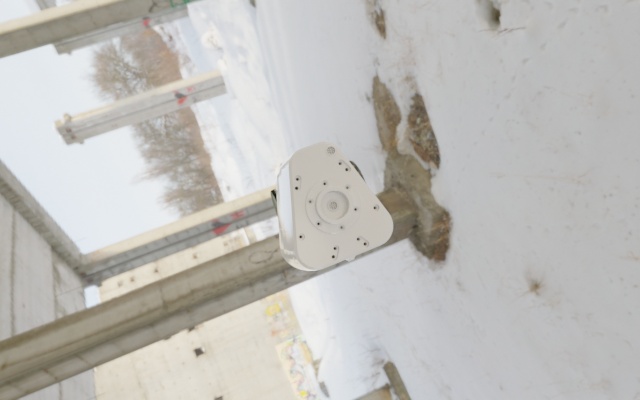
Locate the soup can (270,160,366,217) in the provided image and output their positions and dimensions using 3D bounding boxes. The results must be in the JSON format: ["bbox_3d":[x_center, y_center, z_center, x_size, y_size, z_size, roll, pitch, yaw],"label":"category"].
[{"bbox_3d":[0.000,0.002,0.562,0.102,0.068,0.068,-21,4,-10],"label":"soup can"}]
